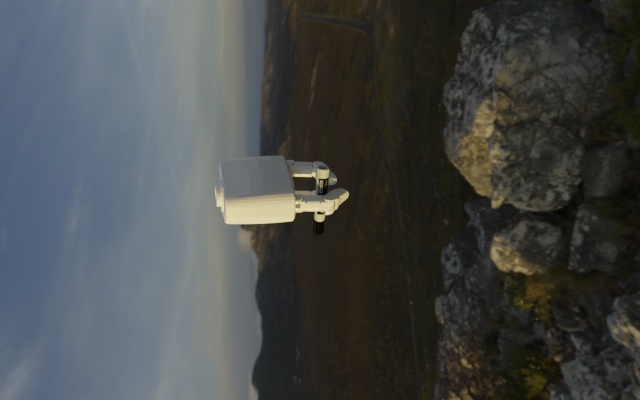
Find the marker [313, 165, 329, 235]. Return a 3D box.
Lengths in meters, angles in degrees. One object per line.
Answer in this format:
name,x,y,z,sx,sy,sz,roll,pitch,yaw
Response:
marker,0.000,0.003,0.765,0.020,0.121,0.020,3,28,-2
